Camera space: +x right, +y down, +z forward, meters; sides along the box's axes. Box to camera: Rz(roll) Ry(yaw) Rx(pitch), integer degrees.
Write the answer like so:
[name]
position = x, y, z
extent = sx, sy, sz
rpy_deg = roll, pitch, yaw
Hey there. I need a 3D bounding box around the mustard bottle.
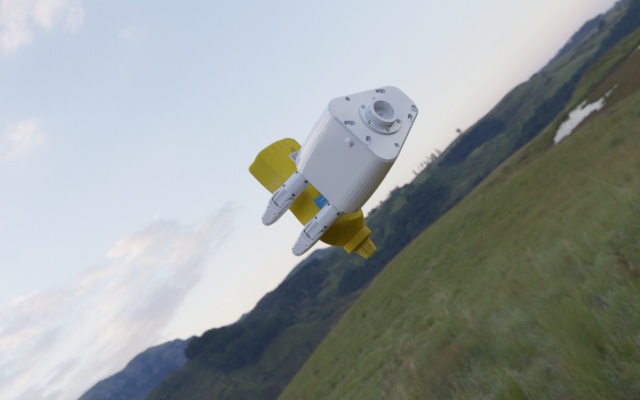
[mustard bottle]
position = 0.000, 0.002, 0.629
extent = 0.058, 0.191, 0.096
rpy_deg = -50, -9, 30
